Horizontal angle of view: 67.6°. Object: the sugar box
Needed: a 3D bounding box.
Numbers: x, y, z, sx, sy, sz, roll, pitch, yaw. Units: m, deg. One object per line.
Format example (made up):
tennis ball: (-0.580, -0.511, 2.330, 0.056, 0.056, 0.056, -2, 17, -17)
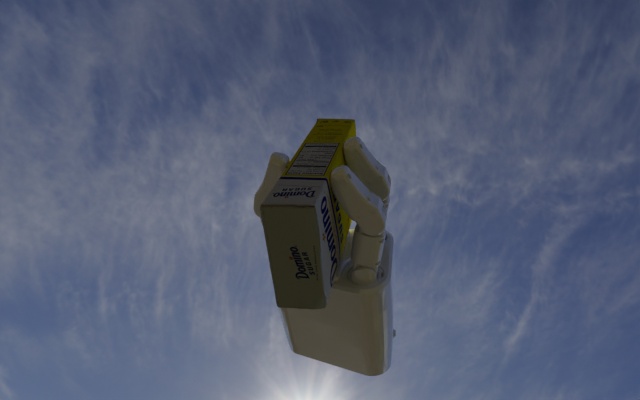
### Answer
sugar box: (0.001, 0.001, 0.412, 0.048, 0.093, 0.176, 0, 29, 11)
